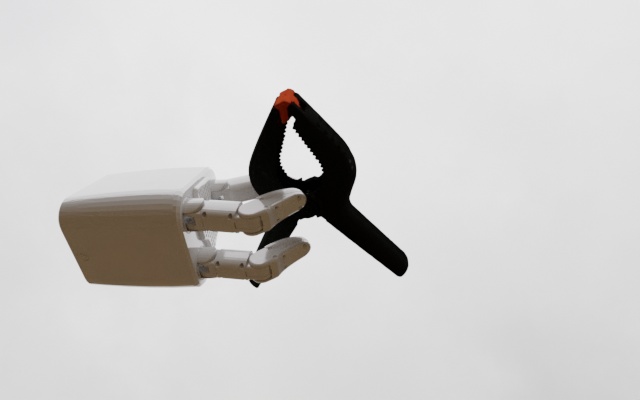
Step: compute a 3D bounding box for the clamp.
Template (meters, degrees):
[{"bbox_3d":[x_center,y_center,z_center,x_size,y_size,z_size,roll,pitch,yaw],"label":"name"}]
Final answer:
[{"bbox_3d":[0.000,0.001,0.437,0.164,0.210,0.036,-1,35,5],"label":"clamp"}]
